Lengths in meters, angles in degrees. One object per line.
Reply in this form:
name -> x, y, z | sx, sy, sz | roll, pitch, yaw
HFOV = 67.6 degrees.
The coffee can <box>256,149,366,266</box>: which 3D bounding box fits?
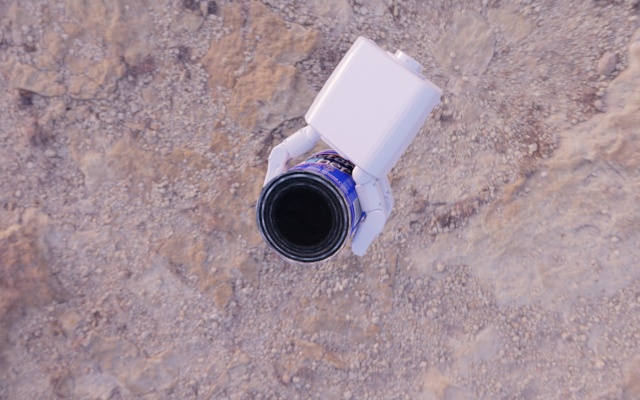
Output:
coffee can -> 0.000, 0.002, 0.547 | 0.103, 0.103, 0.140 | 0, 14, 16
